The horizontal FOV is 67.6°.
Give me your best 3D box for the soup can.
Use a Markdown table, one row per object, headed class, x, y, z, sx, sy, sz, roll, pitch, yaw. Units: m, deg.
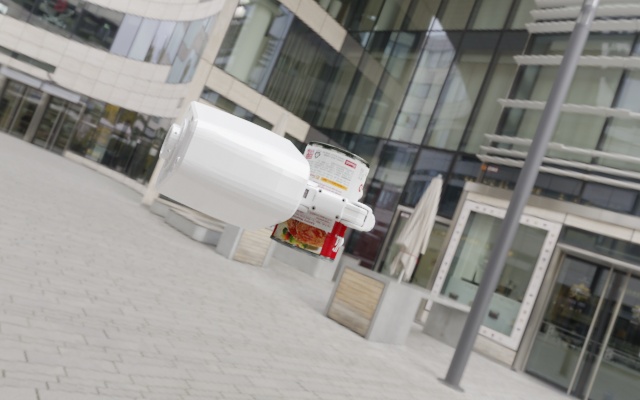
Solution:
| class | x | y | z | sx | sy | sz | roll | pitch | yaw |
| --- | --- | --- | --- | --- | --- | --- | --- | --- | --- |
| soup can | 0.001 | 0.001 | 0.469 | 0.068 | 0.102 | 0.068 | 21 | -3 | 1 |
